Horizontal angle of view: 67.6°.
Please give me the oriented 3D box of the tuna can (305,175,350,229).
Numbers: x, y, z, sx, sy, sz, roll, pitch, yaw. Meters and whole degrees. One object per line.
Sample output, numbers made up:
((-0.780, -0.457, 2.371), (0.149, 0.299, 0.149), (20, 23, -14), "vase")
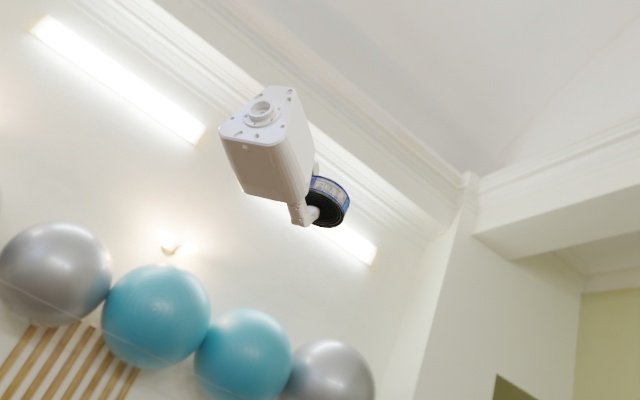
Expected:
((0.000, 0.002, 0.718), (0.086, 0.033, 0.086), (17, -36, 13), "tuna can")
